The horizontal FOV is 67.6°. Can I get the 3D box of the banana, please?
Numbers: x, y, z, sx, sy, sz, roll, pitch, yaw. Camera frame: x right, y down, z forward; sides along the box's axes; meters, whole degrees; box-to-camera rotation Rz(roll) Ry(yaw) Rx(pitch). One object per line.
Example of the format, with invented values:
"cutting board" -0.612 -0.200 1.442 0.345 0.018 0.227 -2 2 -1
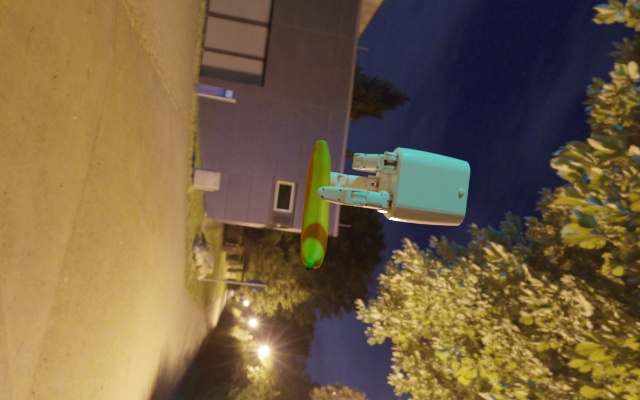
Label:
"banana" -0.004 0.013 0.668 0.037 0.197 0.070 8 -27 -10
